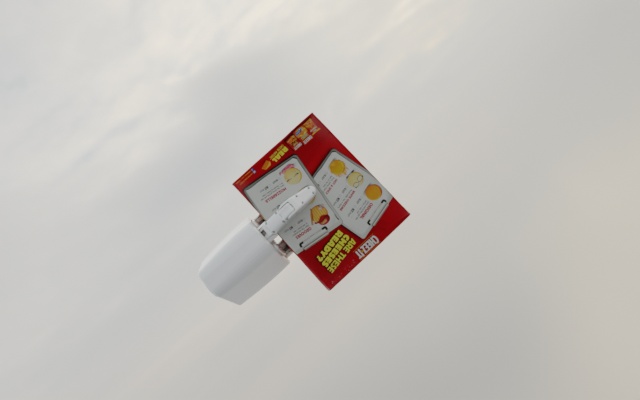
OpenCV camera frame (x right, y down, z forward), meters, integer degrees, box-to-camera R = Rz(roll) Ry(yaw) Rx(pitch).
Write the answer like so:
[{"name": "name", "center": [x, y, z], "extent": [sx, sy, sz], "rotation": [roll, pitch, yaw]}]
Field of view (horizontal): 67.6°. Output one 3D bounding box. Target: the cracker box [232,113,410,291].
[{"name": "cracker box", "center": [0.000, 0.002, 0.725], "extent": [0.164, 0.213, 0.072], "rotation": [-43, -7, -4]}]
